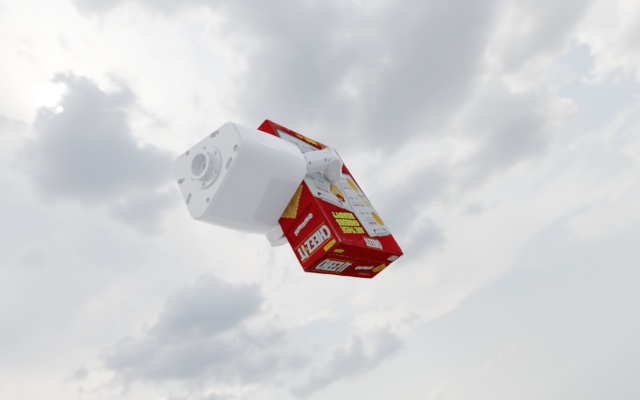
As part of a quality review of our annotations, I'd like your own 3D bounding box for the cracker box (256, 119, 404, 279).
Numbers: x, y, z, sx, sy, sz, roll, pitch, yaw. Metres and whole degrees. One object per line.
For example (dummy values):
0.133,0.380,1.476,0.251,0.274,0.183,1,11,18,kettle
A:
0.000,0.002,0.660,0.072,0.213,0.164,-43,-32,21,cracker box
